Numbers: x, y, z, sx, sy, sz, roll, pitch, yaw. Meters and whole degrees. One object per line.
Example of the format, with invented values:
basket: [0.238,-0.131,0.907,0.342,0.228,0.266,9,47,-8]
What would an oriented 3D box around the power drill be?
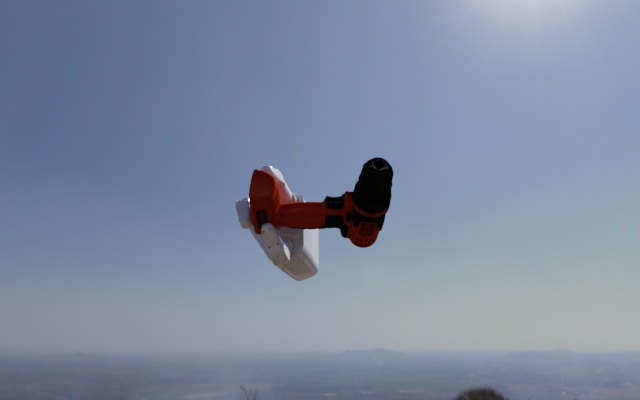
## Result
power drill: [0.000,0.002,0.651,0.187,0.057,0.185,5,-36,1]
